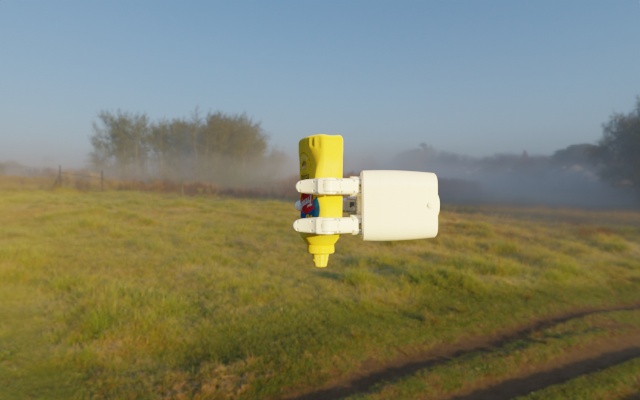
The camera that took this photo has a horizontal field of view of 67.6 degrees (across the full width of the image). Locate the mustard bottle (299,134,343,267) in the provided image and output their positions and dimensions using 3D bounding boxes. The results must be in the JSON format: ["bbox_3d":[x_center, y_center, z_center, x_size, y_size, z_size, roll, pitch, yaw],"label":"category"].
[{"bbox_3d":[0.000,0.002,0.711,0.058,0.191,0.096,0,0,-24],"label":"mustard bottle"}]
